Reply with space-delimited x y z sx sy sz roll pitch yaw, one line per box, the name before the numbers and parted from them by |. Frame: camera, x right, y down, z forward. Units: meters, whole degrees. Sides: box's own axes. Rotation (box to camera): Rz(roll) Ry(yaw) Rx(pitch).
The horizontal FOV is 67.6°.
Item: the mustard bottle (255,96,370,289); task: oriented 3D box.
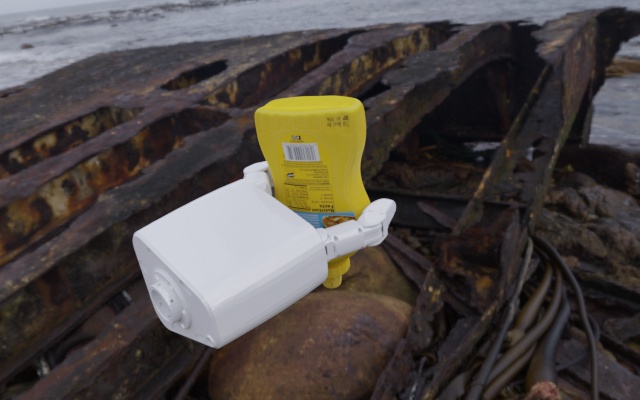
mustard bottle | 0.000 0.001 0.452 0.096 0.192 0.058 3 28 22
